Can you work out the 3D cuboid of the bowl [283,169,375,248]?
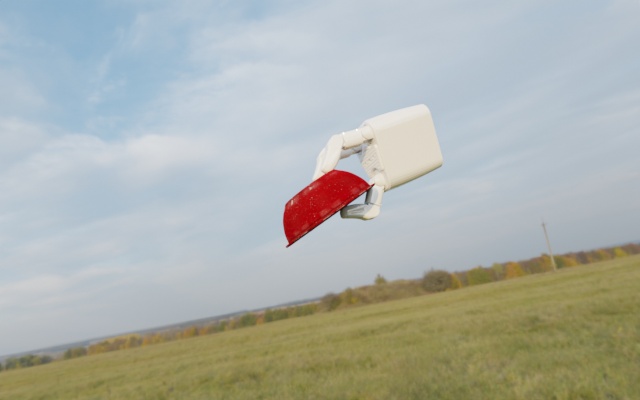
[{"bbox_3d":[-0.001,0.003,0.704,0.162,0.055,0.162,-36,-3,-2],"label":"bowl"}]
